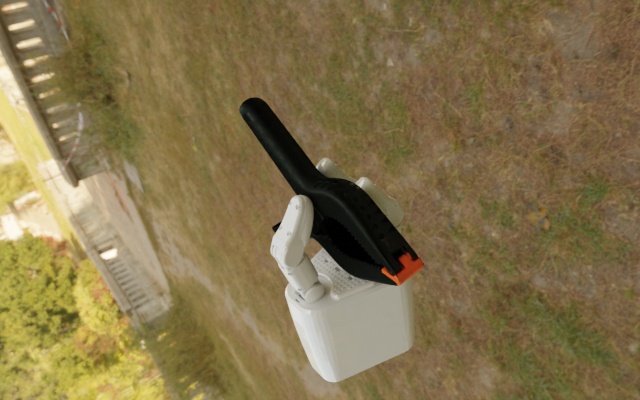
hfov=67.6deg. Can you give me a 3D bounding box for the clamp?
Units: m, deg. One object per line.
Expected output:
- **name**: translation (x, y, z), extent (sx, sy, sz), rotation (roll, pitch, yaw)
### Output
- **clamp**: translation (0.000, 0.002, 0.416), extent (0.036, 0.165, 0.210), rotation (-33, 38, -24)
